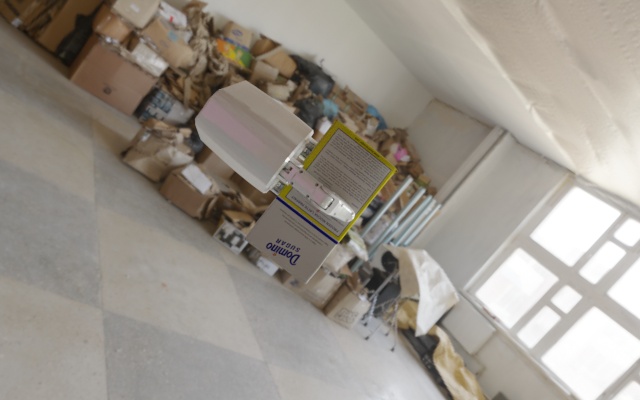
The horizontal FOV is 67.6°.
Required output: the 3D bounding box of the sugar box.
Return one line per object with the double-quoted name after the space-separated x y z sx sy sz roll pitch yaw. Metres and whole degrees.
0.000 0.002 0.569 0.093 0.176 0.048 38 8 -6 "sugar box"
